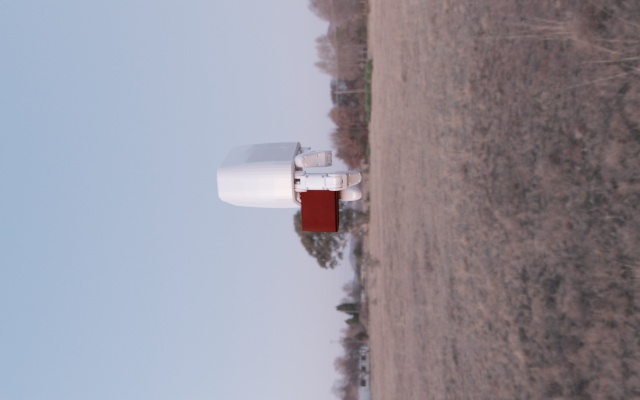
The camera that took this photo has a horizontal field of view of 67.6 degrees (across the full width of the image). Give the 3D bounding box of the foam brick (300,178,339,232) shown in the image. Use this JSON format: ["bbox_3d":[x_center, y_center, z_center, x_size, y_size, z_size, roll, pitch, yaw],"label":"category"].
[{"bbox_3d":[0.000,0.003,0.689,0.051,0.078,0.053,-1,10,5],"label":"foam brick"}]
